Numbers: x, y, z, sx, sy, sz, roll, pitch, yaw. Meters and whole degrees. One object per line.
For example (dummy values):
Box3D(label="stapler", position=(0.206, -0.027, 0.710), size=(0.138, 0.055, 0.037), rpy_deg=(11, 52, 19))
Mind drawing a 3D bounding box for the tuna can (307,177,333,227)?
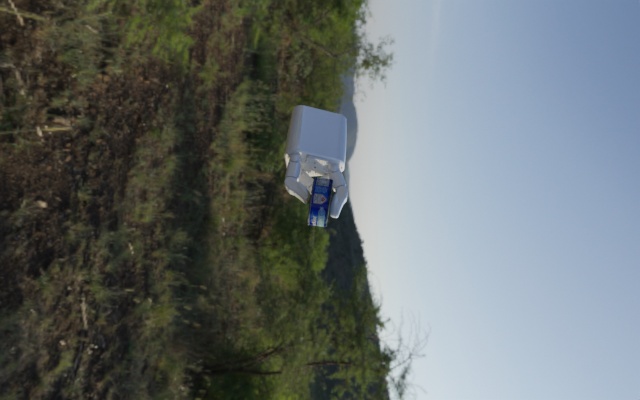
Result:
Box3D(label="tuna can", position=(0.001, 0.003, 0.830), size=(0.034, 0.086, 0.086), rpy_deg=(8, 0, 2))
